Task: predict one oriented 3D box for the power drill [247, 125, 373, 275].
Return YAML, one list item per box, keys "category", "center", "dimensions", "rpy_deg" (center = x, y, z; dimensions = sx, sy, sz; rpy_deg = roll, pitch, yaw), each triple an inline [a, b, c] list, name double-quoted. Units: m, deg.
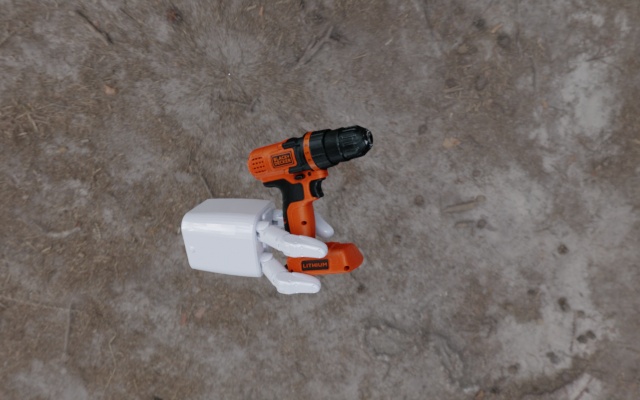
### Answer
- category: "power drill"
  center: [0.000, 0.003, 0.636]
  dimensions: [0.184, 0.187, 0.057]
  rpy_deg: [-9, 7, 32]
